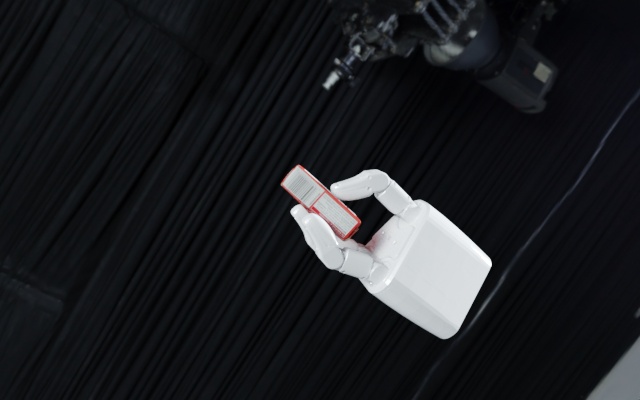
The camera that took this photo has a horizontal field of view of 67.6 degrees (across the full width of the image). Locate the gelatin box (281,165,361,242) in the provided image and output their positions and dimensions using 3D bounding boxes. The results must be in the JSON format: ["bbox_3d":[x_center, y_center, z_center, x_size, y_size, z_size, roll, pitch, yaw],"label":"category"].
[{"bbox_3d":[0.000,0.001,0.509,0.089,0.030,0.073,42,2,-4],"label":"gelatin box"}]
